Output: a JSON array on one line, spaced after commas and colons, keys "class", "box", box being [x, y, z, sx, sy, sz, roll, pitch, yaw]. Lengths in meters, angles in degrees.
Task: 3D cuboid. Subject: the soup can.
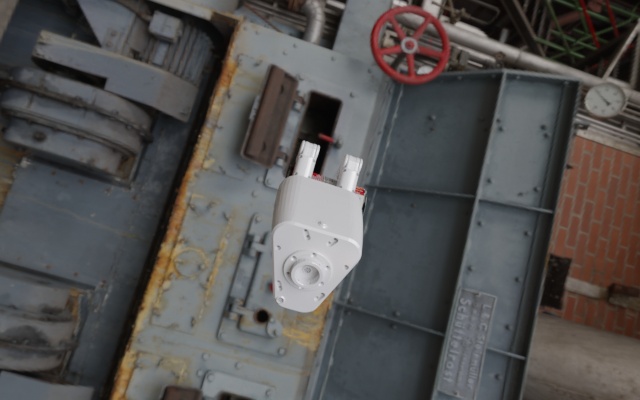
[{"class": "soup can", "box": [0.000, 0.002, 0.605, 0.102, 0.068, 0.068, 17, -2, -7]}]
